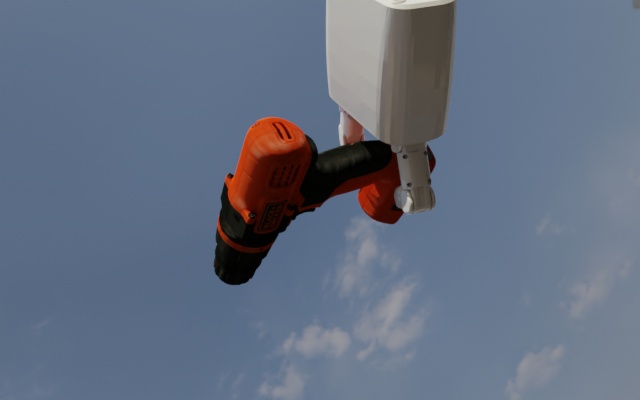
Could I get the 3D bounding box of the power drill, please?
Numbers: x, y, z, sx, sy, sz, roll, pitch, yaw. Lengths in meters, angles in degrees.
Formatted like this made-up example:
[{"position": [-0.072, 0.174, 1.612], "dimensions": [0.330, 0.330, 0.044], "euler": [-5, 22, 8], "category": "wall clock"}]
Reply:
[{"position": [0.001, 0.001, 0.429], "dimensions": [0.187, 0.057, 0.184], "euler": [-13, -33, -33], "category": "power drill"}]
